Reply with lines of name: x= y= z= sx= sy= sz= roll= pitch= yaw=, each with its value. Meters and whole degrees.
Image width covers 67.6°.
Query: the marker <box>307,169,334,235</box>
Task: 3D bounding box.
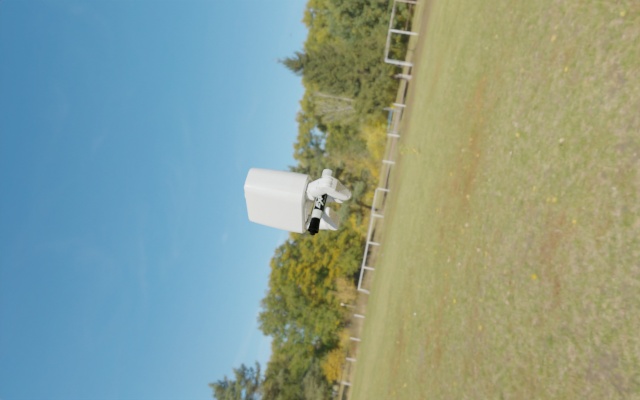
marker: x=0.000 y=0.003 z=0.801 sx=0.020 sy=0.121 sz=0.020 roll=12 pitch=-26 yaw=6
